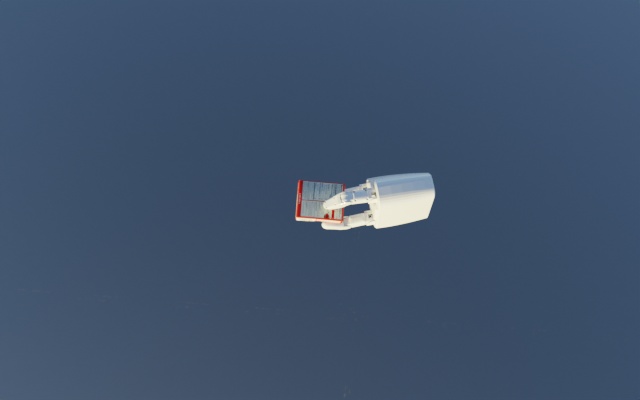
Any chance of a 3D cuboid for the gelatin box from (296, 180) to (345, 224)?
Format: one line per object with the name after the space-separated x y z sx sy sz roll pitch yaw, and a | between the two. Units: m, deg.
0.000 0.003 0.897 0.089 0.073 0.030 5 -14 -4 | gelatin box
